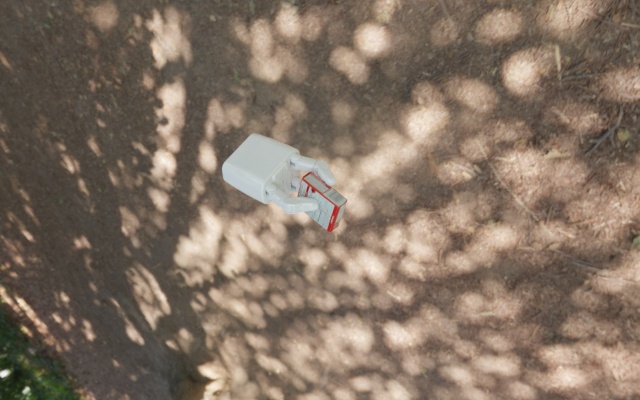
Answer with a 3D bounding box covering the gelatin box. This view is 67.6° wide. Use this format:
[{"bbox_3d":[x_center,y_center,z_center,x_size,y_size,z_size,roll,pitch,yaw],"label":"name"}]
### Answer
[{"bbox_3d":[0.000,0.003,0.846,0.089,0.073,0.030,38,51,20],"label":"gelatin box"}]
